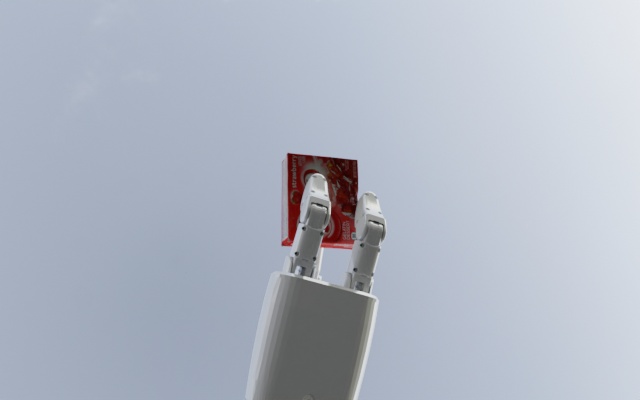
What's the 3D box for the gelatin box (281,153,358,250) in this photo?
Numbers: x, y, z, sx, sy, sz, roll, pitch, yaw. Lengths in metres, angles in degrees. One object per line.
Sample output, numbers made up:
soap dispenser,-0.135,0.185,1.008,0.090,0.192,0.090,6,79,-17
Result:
gelatin box,0.000,0.001,0.466,0.073,0.089,0.030,4,-17,-17
